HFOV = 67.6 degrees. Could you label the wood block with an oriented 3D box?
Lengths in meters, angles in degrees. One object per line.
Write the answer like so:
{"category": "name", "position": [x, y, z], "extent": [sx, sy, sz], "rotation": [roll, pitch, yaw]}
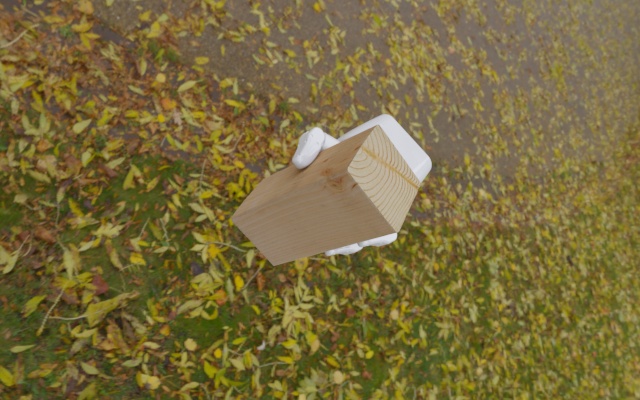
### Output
{"category": "wood block", "position": [0.000, 0.001, 0.572], "extent": [0.206, 0.091, 0.090], "rotation": [-21, 25, 43]}
